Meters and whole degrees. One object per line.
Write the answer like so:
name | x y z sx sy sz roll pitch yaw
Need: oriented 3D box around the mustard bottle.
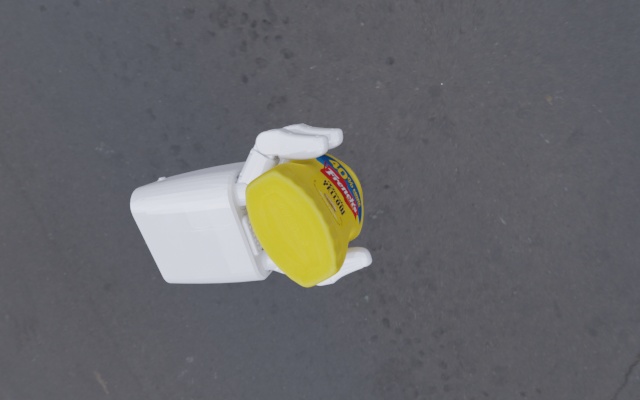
mustard bottle | 0.000 0.001 0.446 0.058 0.096 0.191 -31 4 19
